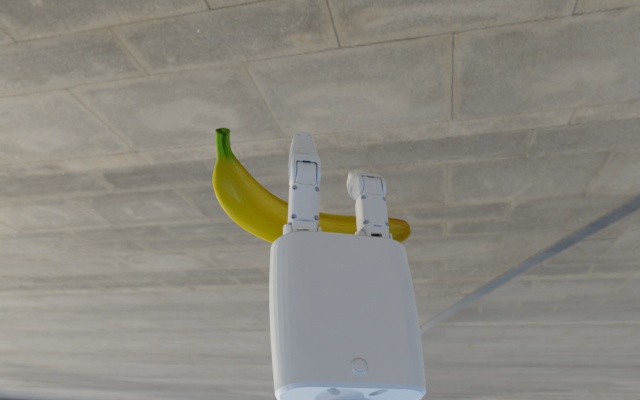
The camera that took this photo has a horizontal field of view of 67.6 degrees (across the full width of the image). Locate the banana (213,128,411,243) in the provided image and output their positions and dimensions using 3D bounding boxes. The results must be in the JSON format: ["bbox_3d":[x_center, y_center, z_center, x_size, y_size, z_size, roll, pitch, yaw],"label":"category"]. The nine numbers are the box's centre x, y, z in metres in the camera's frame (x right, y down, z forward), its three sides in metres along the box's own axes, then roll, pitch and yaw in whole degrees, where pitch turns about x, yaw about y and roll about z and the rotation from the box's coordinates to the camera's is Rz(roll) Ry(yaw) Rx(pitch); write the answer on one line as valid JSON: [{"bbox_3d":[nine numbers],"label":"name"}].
[{"bbox_3d":[-0.013,0.013,0.408,0.198,0.070,0.037,26,27,-25],"label":"banana"}]
